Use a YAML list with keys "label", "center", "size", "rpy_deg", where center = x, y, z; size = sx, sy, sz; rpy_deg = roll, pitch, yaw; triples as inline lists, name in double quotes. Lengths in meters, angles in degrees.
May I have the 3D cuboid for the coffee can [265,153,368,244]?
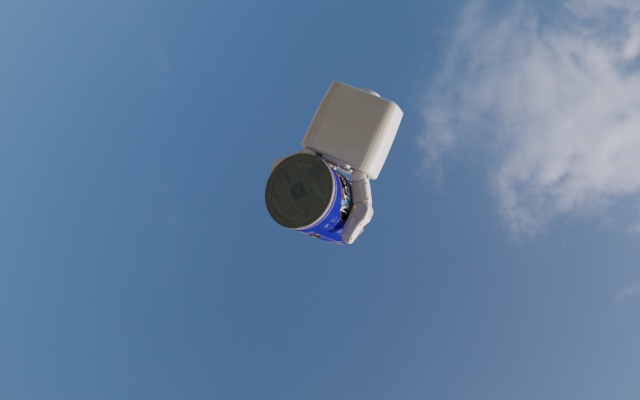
- label: "coffee can"
  center: [0.000, 0.002, 0.687]
  size: [0.103, 0.102, 0.140]
  rpy_deg: [0, -13, 26]
